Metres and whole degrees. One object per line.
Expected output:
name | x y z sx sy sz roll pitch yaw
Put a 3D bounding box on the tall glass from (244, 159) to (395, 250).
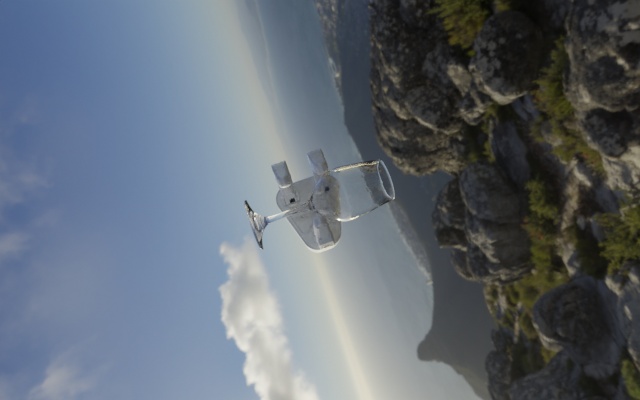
tall glass | -0.001 0.002 0.674 0.201 0.079 0.079 -19 1 -3
